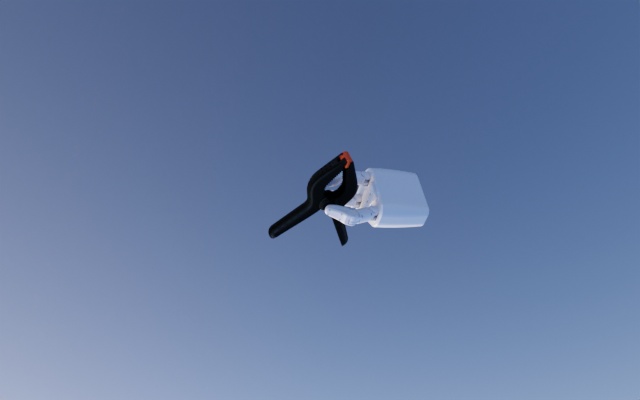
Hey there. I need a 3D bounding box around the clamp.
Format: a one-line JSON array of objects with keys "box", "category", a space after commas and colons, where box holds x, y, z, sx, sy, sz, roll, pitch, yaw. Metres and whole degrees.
[{"box": [0.001, 0.003, 0.868, 0.164, 0.210, 0.036, 2, 39, -22], "category": "clamp"}]
